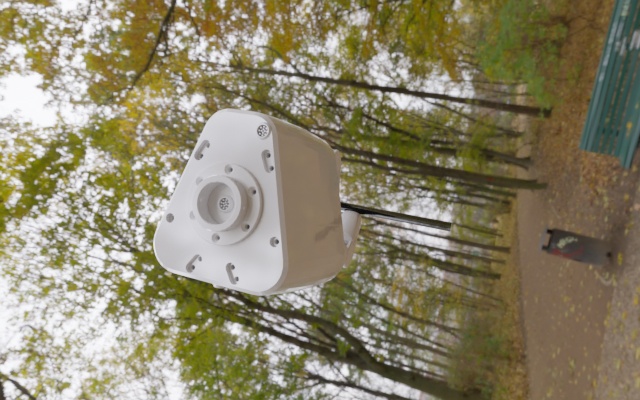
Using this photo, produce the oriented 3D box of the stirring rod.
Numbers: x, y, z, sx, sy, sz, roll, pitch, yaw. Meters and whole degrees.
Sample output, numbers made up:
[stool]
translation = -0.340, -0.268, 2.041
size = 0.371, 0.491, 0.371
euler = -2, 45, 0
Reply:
[stirring rod]
translation = 0.000, 0.001, 0.450
size = 0.239, 0.011, 0.011
euler = 11, 3, 19
